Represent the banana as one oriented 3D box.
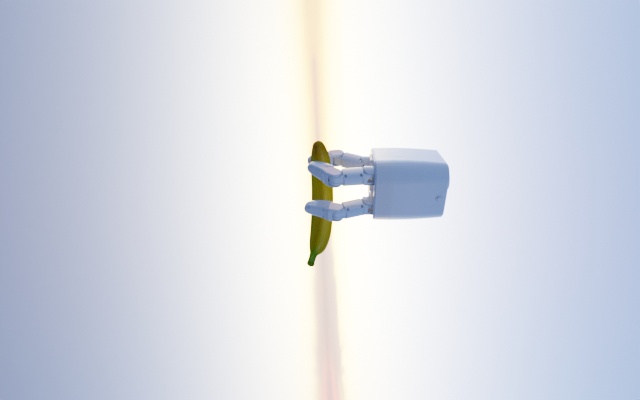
[{"bbox_3d":[0.001,0.002,0.758,0.037,0.198,0.069,3,13,4],"label":"banana"}]
